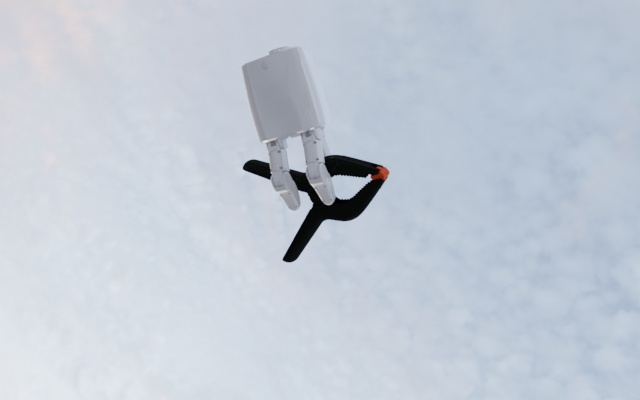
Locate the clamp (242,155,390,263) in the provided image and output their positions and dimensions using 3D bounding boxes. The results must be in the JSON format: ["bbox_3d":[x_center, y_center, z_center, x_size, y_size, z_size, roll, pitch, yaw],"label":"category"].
[{"bbox_3d":[0.001,0.002,0.674,0.210,0.164,0.036,-11,13,26],"label":"clamp"}]
